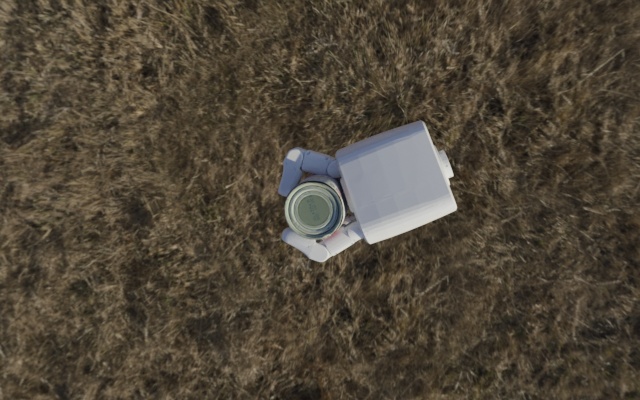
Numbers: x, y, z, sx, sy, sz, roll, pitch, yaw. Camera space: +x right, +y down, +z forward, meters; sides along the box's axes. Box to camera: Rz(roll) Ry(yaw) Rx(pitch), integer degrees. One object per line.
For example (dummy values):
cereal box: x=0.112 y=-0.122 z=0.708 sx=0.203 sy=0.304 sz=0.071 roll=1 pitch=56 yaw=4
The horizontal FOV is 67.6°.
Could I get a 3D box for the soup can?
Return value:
soup can: x=0.000 y=0.002 z=0.564 sx=0.068 sy=0.068 sz=0.102 roll=0 pitch=12 yaw=9
